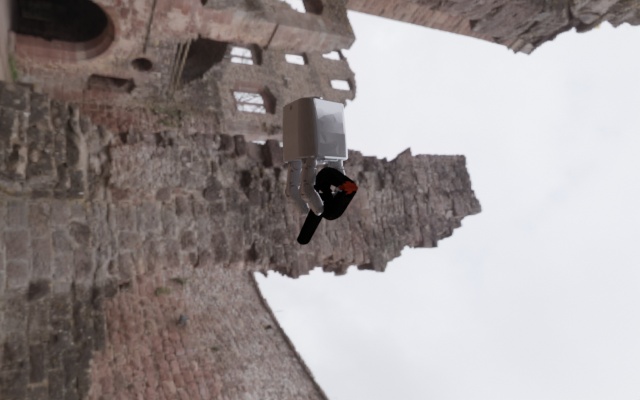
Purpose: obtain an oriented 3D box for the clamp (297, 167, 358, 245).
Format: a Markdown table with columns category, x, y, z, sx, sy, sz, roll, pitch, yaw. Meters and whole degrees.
| category | x | y | z | sx | sy | sz | roll | pitch | yaw |
| --- | --- | --- | --- | --- | --- | --- | --- | --- | --- |
| clamp | 0.001 | 0.003 | 0.878 | 0.036 | 0.164 | 0.210 | -4 | 0 | -30 |
